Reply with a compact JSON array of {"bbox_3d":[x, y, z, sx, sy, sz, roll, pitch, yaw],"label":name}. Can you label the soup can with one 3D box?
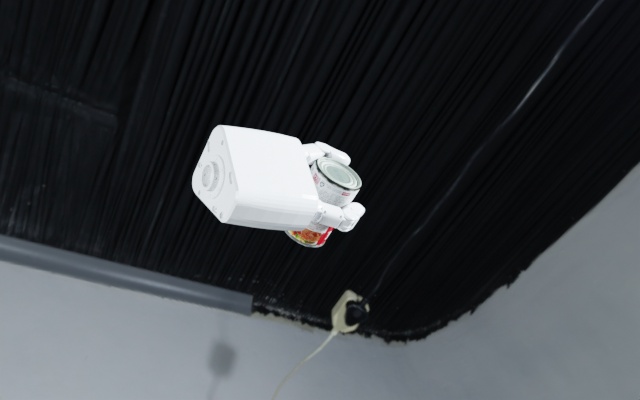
[{"bbox_3d":[0.001,0.002,0.628,0.068,0.102,0.068,24,29,-14],"label":"soup can"}]
